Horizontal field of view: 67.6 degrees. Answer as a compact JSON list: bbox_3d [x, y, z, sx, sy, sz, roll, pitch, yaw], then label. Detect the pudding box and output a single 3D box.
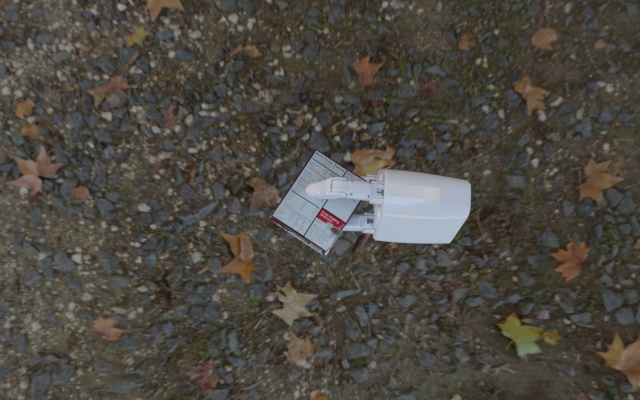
[{"bbox_3d":[0.000,0.002,0.631,0.090,0.113,0.039,33,-11,3],"label":"pudding box"}]
